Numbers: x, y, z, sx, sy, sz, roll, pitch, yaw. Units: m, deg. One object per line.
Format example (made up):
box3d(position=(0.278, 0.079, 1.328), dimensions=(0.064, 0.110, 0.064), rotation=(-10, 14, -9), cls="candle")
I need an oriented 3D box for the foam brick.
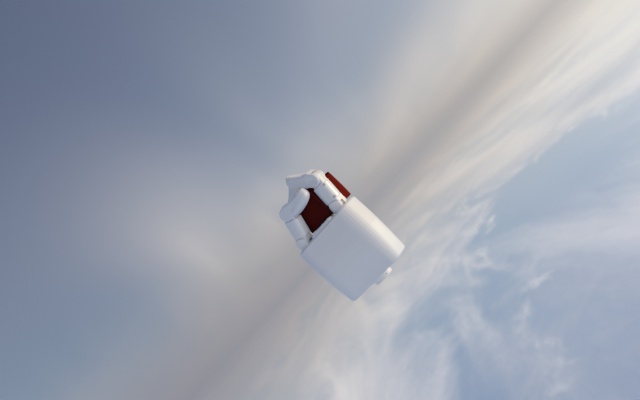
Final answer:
box3d(position=(0.000, 0.002, 0.724), dimensions=(0.053, 0.051, 0.078), rotation=(-51, -5, 36), cls="foam brick")
